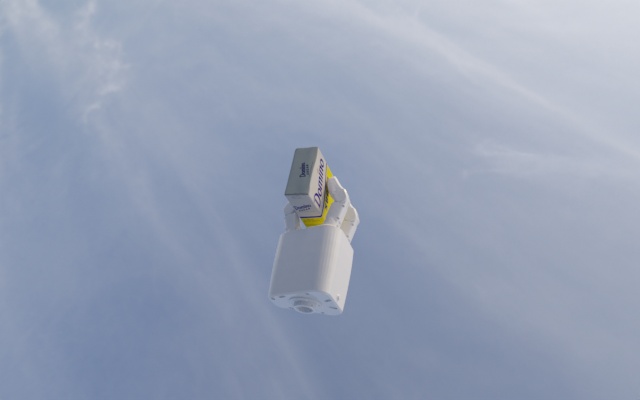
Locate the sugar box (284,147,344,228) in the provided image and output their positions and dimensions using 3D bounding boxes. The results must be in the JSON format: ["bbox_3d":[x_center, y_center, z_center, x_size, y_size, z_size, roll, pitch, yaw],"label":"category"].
[{"bbox_3d":[0.001,0.003,0.786,0.048,0.093,0.176,-2,-34,19],"label":"sugar box"}]
